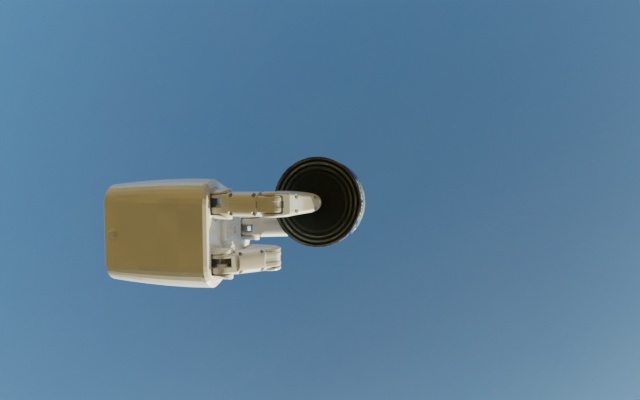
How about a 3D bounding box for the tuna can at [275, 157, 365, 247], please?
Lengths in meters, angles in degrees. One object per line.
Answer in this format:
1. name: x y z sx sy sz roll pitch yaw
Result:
1. tuna can: 0.000 0.002 0.466 0.086 0.086 0.034 0 0 15
